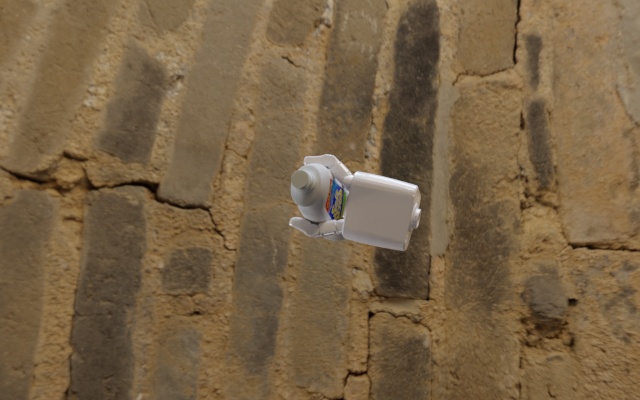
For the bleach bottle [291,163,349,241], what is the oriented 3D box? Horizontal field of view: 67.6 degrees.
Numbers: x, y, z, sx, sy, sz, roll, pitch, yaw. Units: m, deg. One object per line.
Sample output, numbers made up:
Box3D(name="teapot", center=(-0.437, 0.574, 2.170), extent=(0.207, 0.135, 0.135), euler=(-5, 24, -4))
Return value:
Box3D(name="bleach bottle", center=(0.000, 0.003, 0.832), extent=(0.068, 0.102, 0.251), euler=(14, -8, 18))
